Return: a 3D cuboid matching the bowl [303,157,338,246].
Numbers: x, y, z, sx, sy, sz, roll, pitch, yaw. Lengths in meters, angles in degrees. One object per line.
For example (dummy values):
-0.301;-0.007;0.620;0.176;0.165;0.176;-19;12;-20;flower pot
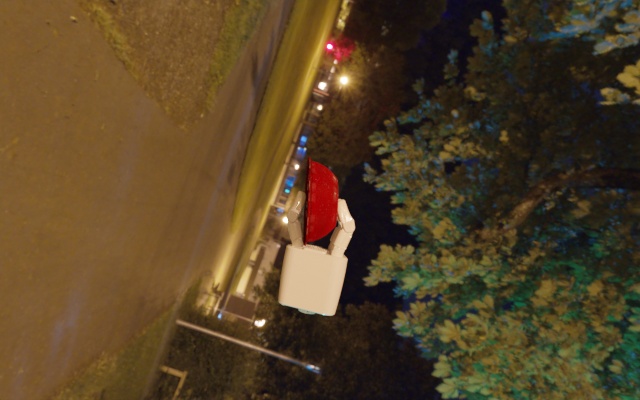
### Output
0.001;0.002;0.864;0.055;0.162;0.162;2;0;-4;bowl
